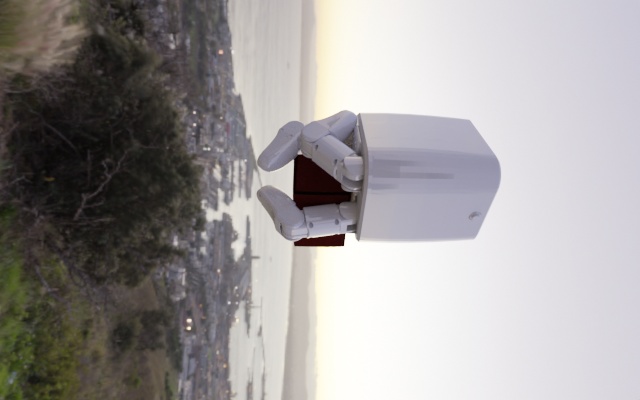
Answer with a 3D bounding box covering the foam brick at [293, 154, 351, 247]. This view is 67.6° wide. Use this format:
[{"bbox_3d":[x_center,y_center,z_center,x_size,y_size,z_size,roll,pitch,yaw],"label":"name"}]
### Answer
[{"bbox_3d":[0.000,0.002,0.452,0.051,0.053,0.078,1,-42,-2],"label":"foam brick"}]
